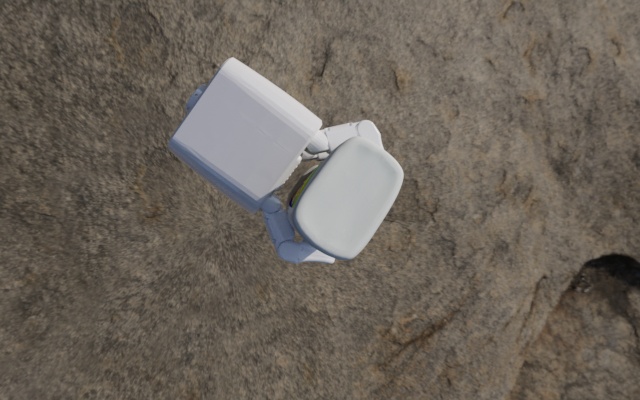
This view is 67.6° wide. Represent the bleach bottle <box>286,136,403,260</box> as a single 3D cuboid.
[{"bbox_3d":[0.000,0.002,0.502,0.068,0.102,0.251,37,-9,-8],"label":"bleach bottle"}]
